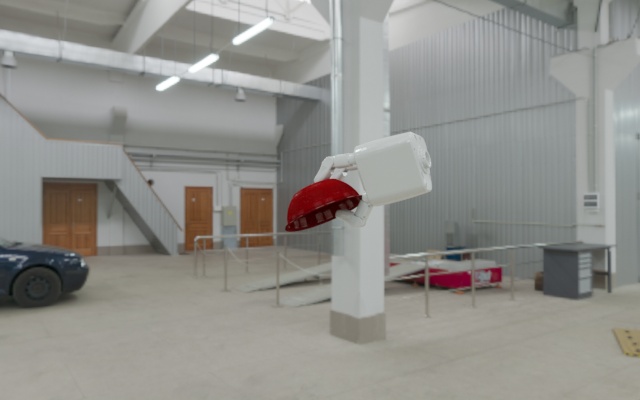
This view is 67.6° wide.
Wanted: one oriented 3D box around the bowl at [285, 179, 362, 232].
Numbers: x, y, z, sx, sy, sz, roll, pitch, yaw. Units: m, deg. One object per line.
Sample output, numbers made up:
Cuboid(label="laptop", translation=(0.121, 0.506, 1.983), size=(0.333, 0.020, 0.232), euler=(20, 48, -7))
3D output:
Cuboid(label="bowl", translation=(-0.001, 0.003, 0.899), size=(0.162, 0.055, 0.162), euler=(-22, -13, -5))
